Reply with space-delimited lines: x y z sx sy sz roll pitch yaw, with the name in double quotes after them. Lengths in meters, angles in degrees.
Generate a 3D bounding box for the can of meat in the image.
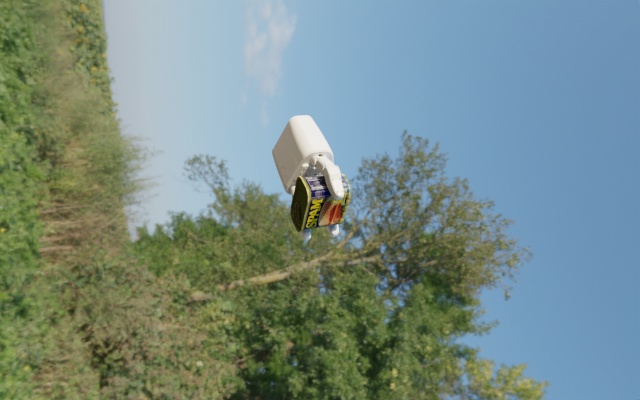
0.000 0.003 0.836 0.084 0.102 0.057 -7 46 -23 "can of meat"
